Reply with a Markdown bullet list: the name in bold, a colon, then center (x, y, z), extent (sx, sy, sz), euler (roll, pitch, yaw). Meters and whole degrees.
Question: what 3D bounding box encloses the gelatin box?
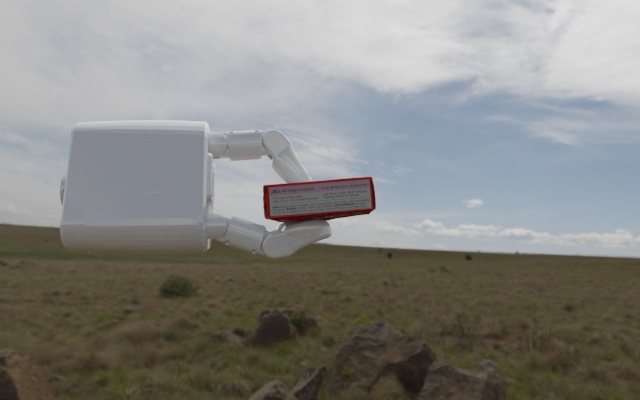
- **gelatin box**: center (0.000, 0.001, 0.408), extent (0.089, 0.030, 0.073), euler (-5, -5, 2)
